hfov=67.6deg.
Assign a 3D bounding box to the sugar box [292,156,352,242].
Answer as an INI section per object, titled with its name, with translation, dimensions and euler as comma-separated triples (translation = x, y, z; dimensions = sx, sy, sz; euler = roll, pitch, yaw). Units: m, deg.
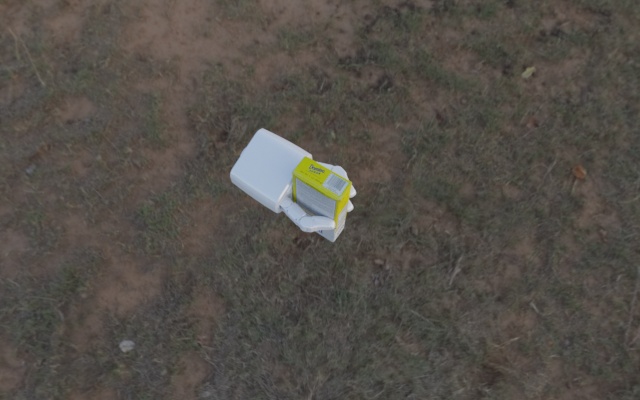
[sugar box]
translation = 0.000, 0.002, 0.833
dimensions = 0.093, 0.048, 0.176
euler = 31, -21, 12
